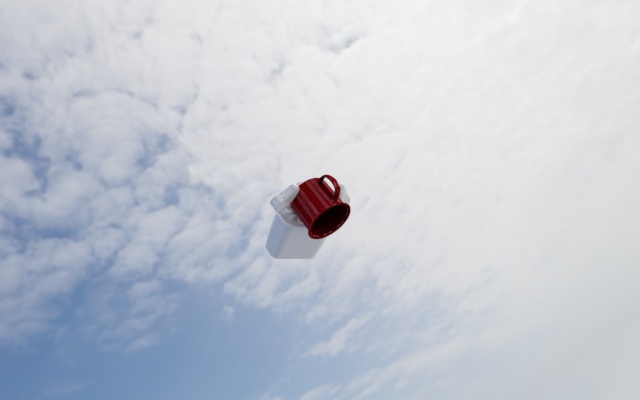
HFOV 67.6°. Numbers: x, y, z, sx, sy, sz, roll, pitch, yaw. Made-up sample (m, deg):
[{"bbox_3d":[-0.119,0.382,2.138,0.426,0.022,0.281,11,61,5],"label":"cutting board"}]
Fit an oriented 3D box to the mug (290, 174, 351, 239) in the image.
[{"bbox_3d":[0.000,0.002,0.880,0.093,0.117,0.081,-11,50,-38],"label":"mug"}]
